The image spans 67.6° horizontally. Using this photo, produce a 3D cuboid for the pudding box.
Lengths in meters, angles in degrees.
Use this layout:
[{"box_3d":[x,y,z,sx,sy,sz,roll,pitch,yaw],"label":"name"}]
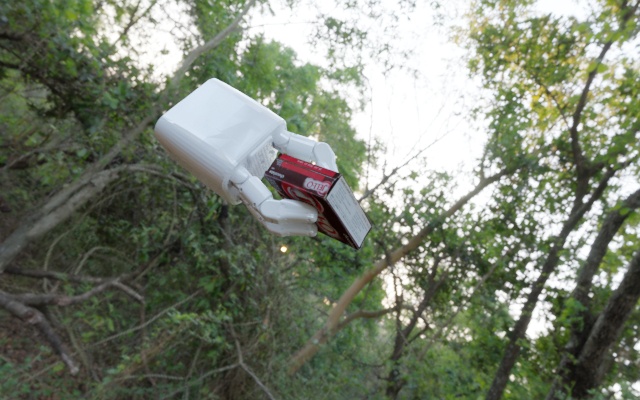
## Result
[{"box_3d":[0.000,0.002,0.536,0.090,0.039,0.114,23,-18,37],"label":"pudding box"}]
